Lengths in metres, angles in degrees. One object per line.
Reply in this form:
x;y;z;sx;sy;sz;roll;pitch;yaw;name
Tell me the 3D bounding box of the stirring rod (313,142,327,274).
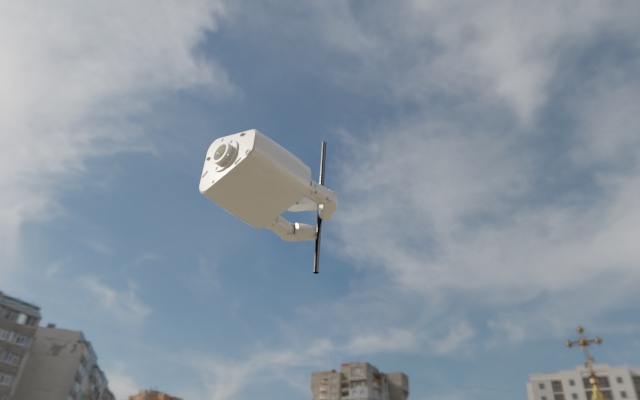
0.000;0.002;0.742;0.011;0.239;0.011;3;-34;2;stirring rod
